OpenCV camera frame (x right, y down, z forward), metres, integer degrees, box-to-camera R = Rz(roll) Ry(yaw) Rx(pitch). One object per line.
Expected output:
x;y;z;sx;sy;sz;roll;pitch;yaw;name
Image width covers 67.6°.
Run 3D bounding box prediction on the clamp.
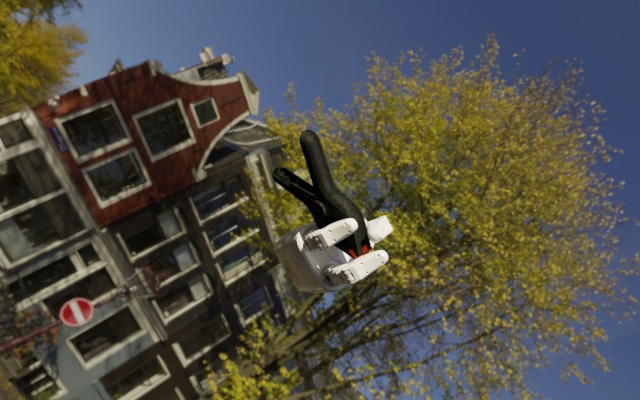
0.001;0.002;0.615;0.039;0.171;0.120;-30;3;-27;clamp
